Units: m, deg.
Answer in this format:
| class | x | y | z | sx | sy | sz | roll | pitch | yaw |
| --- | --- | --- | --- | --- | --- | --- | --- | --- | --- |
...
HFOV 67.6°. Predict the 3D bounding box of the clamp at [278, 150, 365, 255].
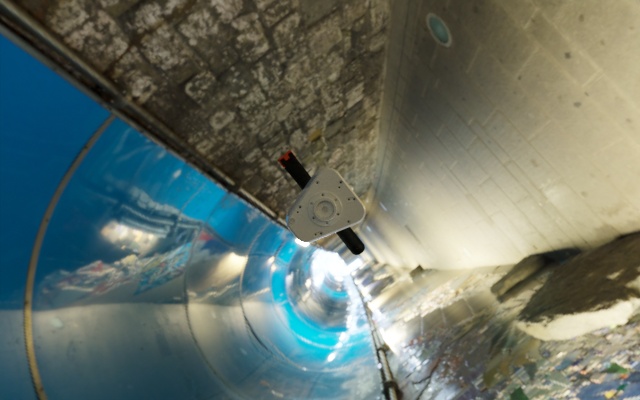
| class | x | y | z | sx | sy | sz | roll | pitch | yaw |
| --- | --- | --- | --- | --- | --- | --- | --- | --- | --- |
| clamp | -0.001 | 0.003 | 0.853 | 0.036 | 0.210 | 0.164 | -38 | 2 | -2 |
